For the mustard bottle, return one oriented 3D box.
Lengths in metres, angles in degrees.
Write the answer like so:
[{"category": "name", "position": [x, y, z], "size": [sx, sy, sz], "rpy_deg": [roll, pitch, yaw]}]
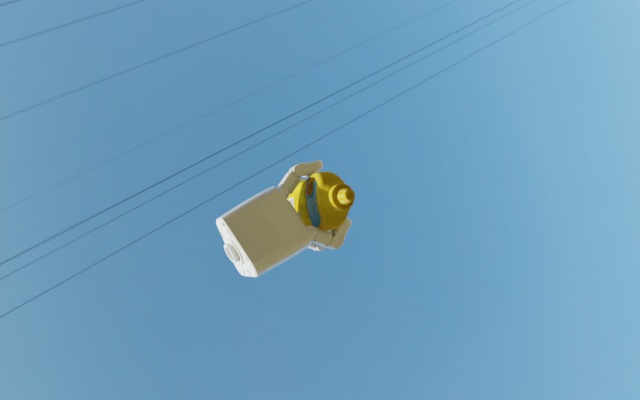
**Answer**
[{"category": "mustard bottle", "position": [0.000, 0.003, 0.787], "size": [0.058, 0.096, 0.191], "rpy_deg": [-4, -5, -27]}]
